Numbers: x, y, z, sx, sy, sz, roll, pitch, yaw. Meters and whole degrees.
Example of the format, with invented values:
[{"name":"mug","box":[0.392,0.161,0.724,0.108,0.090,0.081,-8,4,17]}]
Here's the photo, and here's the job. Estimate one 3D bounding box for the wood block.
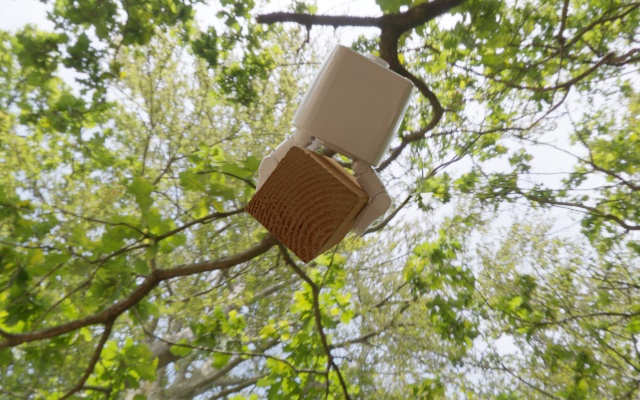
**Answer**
[{"name":"wood block","box":[0.001,0.002,0.583,0.091,0.090,0.206,40,8,9]}]
